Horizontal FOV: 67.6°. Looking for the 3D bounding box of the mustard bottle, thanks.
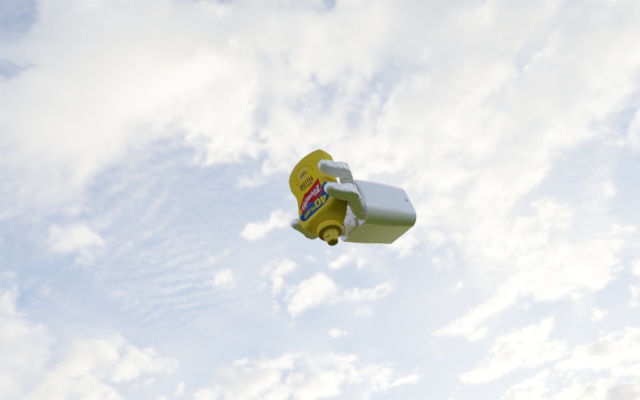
[{"bbox_3d":[0.000,0.002,0.824,0.058,0.191,0.096,29,-61,-37],"label":"mustard bottle"}]
